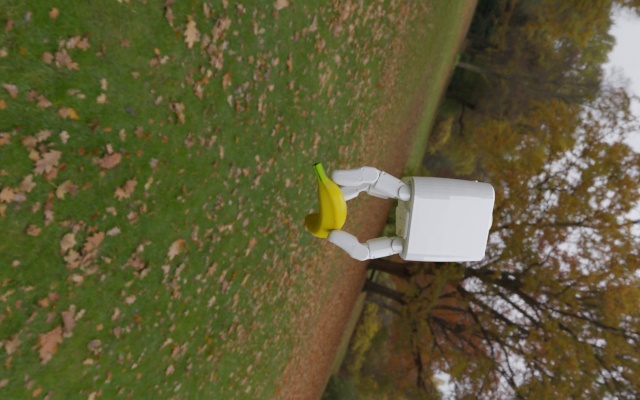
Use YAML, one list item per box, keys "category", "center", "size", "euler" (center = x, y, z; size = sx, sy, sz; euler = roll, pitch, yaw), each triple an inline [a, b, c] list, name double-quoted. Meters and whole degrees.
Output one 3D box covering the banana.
- category: "banana"
  center: [0.006, 0.017, 0.669]
  size: [0.037, 0.069, 0.198]
  euler: [-15, -21, -13]
